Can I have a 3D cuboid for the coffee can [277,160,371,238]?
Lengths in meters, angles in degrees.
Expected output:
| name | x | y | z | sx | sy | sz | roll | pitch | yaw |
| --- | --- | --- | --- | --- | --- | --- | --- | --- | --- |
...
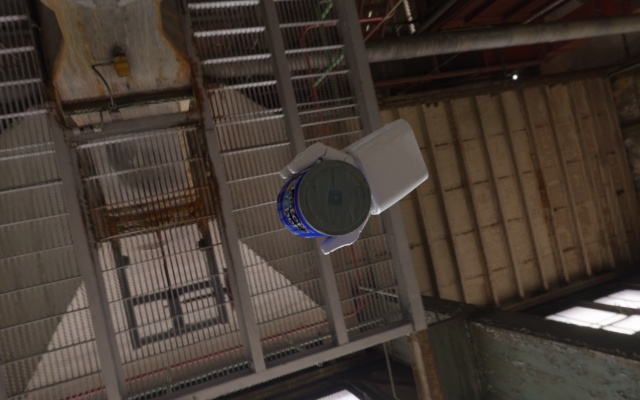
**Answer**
| name | x | y | z | sx | sy | sz | roll | pitch | yaw |
| --- | --- | --- | --- | --- | --- | --- | --- | --- | --- |
| coffee can | 0.000 | 0.002 | 0.700 | 0.103 | 0.103 | 0.140 | 0 | -5 | -18 |
